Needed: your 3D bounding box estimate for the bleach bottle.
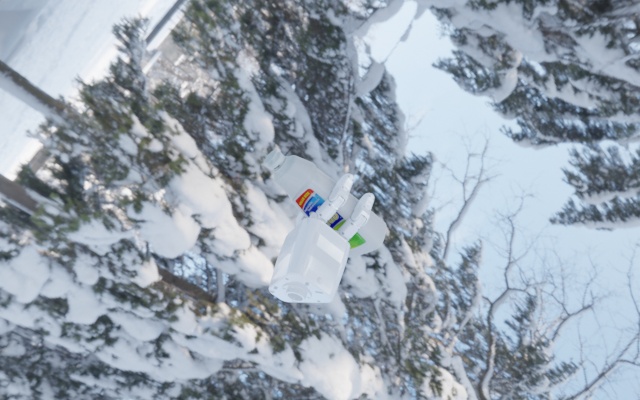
[{"bbox_3d":[0.000,0.003,0.831,0.251,0.068,0.102,39,-40,-26],"label":"bleach bottle"}]
